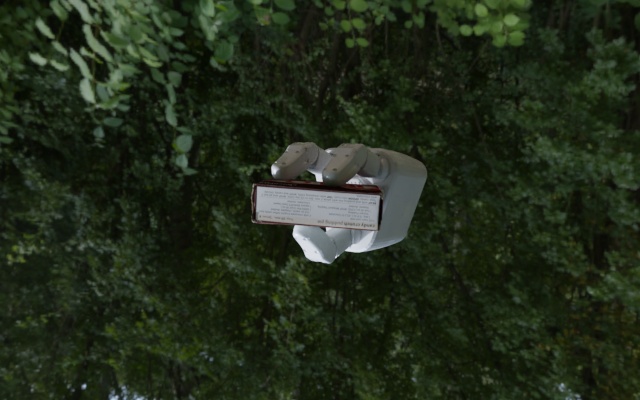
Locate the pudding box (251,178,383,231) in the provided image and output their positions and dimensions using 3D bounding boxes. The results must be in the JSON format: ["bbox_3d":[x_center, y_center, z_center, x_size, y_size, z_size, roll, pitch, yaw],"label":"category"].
[{"bbox_3d":[0.000,0.002,0.444,0.113,0.039,0.090,2,5,4],"label":"pudding box"}]
